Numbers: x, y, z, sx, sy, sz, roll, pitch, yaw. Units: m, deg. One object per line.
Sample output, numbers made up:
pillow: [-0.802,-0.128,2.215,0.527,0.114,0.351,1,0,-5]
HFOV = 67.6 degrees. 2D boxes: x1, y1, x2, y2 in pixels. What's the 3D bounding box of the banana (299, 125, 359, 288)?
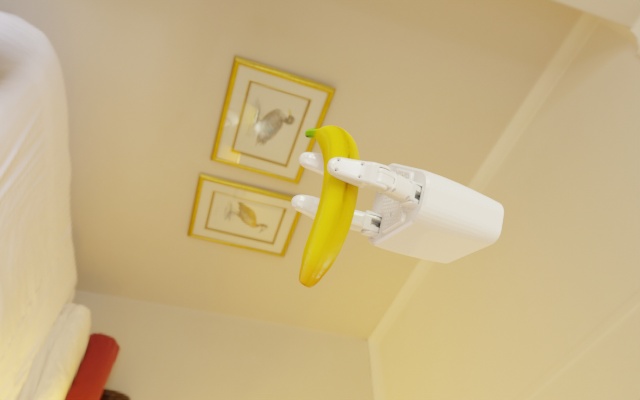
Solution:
banana: [0.011,-0.009,0.489,0.037,0.197,0.070,23,-39,-27]
